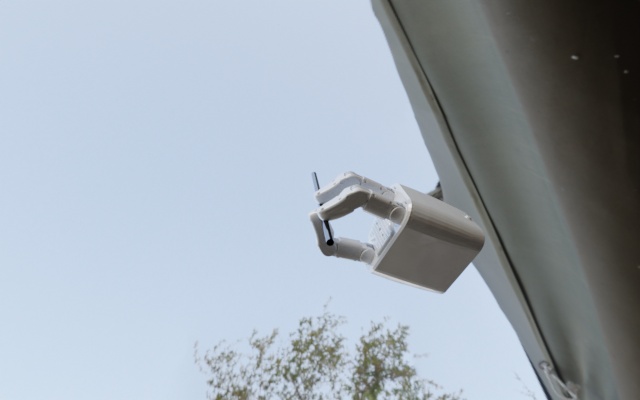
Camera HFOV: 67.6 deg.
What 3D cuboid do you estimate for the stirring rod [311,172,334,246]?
[{"bbox_3d":[0.000,0.002,0.605,0.011,0.011,0.239,0,20,-5],"label":"stirring rod"}]
